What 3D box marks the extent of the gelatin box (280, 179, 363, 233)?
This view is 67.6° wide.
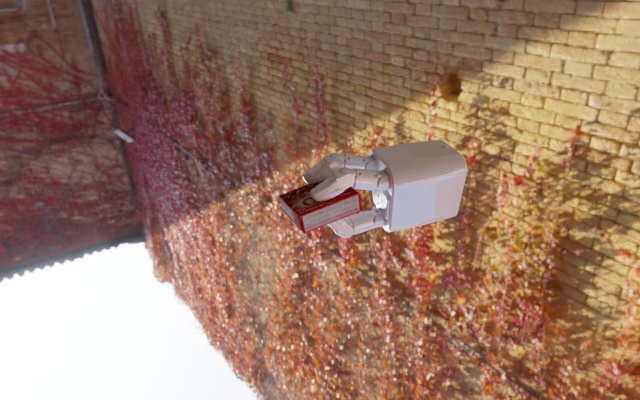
[{"bbox_3d":[0.000,0.003,0.636,0.089,0.030,0.073,-21,30,-17],"label":"gelatin box"}]
